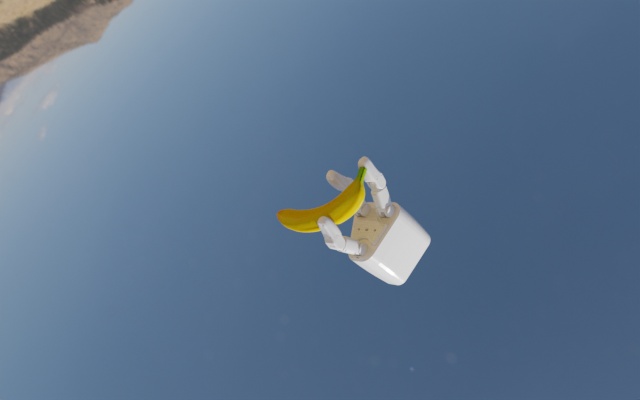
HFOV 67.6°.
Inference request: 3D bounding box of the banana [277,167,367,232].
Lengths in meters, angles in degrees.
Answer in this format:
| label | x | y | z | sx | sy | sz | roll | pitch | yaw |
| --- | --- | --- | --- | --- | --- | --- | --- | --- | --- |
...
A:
| label | x | y | z | sx | sy | sz | roll | pitch | yaw |
| --- | --- | --- | --- | --- | --- | --- | --- | --- | --- |
| banana | 0.002 | 0.016 | 0.768 | 0.198 | 0.069 | 0.037 | -26 | -45 | 34 |
